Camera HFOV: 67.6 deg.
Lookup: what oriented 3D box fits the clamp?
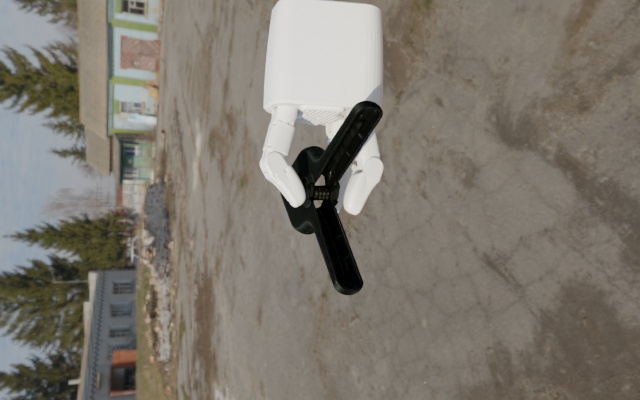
[{"bbox_3d":[-0.001,0.001,0.482,0.036,0.164,0.210,6,-4,-22],"label":"clamp"}]
